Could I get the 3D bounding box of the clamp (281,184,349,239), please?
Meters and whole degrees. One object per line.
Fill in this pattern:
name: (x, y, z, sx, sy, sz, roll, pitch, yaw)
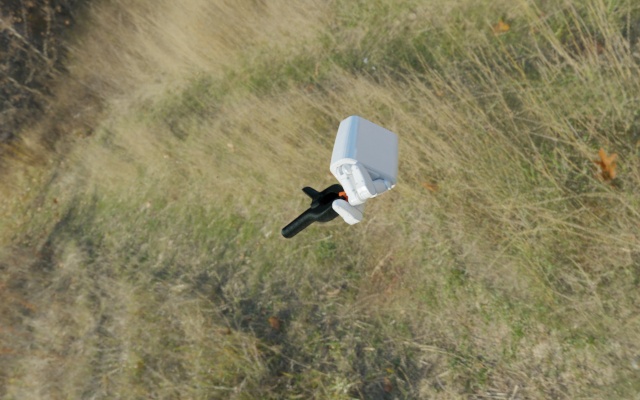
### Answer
clamp: (0.000, 0.003, 0.893, 0.171, 0.120, 0.039, -21, -47, 40)
